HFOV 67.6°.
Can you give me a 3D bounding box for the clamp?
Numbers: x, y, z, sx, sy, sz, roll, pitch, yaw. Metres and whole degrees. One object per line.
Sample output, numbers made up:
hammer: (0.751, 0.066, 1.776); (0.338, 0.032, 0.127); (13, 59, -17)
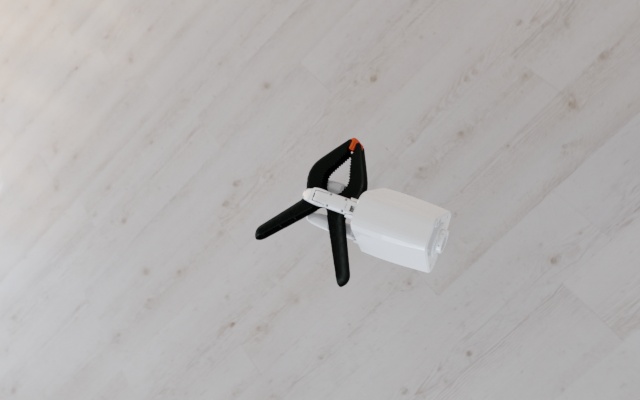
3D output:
clamp: (0.000, 0.002, 0.711); (0.164, 0.210, 0.036); (19, -4, 21)
